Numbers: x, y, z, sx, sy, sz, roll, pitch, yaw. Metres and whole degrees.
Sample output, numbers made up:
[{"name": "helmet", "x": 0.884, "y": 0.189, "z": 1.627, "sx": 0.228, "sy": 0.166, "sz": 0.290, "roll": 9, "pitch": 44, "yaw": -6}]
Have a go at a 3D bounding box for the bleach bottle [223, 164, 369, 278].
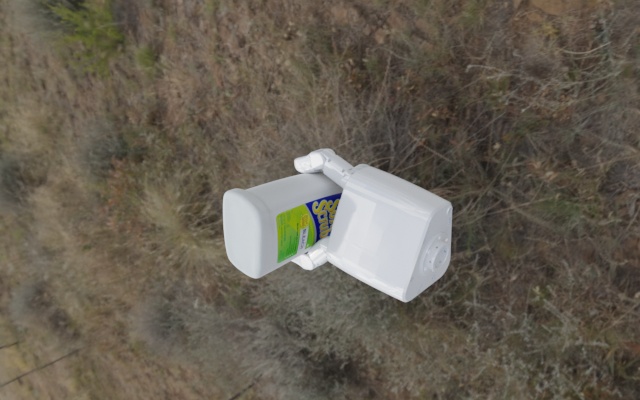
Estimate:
[{"name": "bleach bottle", "x": 0.000, "y": 0.002, "z": 0.594, "sx": 0.068, "sy": 0.103, "sz": 0.250, "roll": 27, "pitch": 36, "yaw": 36}]
